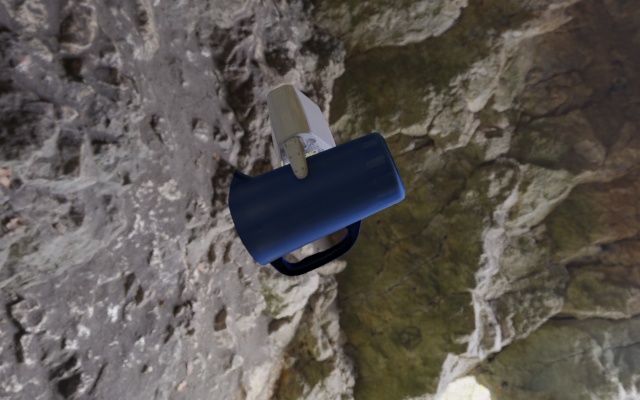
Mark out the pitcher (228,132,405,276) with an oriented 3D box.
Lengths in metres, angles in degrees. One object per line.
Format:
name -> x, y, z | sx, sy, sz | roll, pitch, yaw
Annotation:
pitcher -> 0.000, 0.002, 0.713 | 0.243, 0.145, 0.149 | -22, -30, 8
